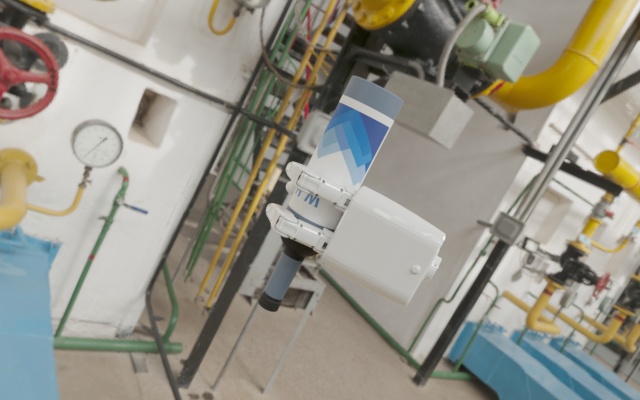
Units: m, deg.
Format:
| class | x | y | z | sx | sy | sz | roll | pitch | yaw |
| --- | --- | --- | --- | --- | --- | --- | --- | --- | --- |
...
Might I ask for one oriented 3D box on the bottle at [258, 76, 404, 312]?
| class | x | y | z | sx | sy | sz | roll | pitch | yaw |
| --- | --- | --- | --- | --- | --- | --- | --- | --- | --- |
| bottle | 0.000 | 0.002 | 0.569 | 0.069 | 0.296 | 0.069 | 26 | 10 | -5 |
